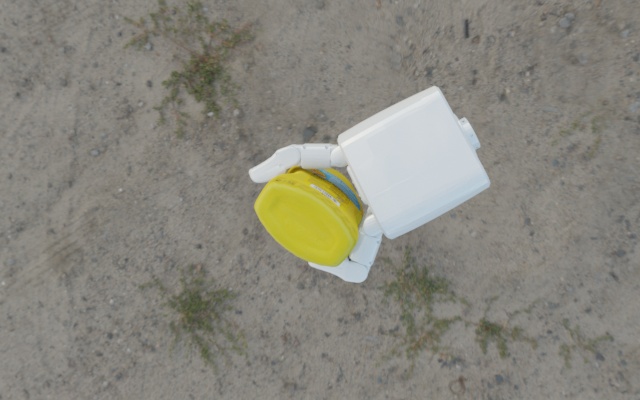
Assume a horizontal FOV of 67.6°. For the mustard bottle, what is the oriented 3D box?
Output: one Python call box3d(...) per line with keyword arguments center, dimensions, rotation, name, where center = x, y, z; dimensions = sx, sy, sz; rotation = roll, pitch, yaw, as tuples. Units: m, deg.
box3d(center=(0.000, 0.002, 0.505), dimensions=(0.096, 0.058, 0.191), rotation=(34, 15, 1), name="mustard bottle")
